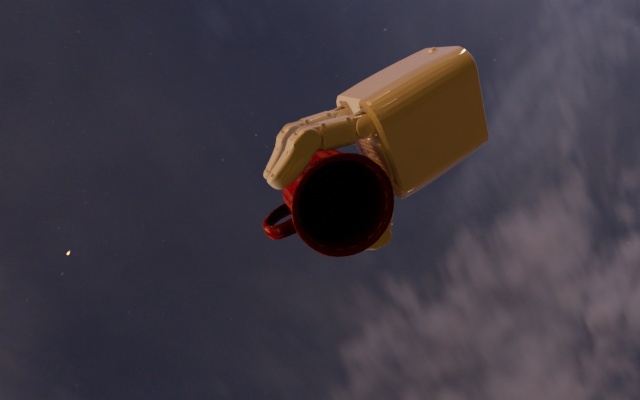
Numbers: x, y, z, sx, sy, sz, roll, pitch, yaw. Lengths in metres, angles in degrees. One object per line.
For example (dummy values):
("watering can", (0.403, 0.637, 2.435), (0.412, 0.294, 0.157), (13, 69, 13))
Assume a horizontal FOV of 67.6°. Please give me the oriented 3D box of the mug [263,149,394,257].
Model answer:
("mug", (-0.001, 0.002, 0.447), (0.117, 0.093, 0.081), (-30, 20, -6))
